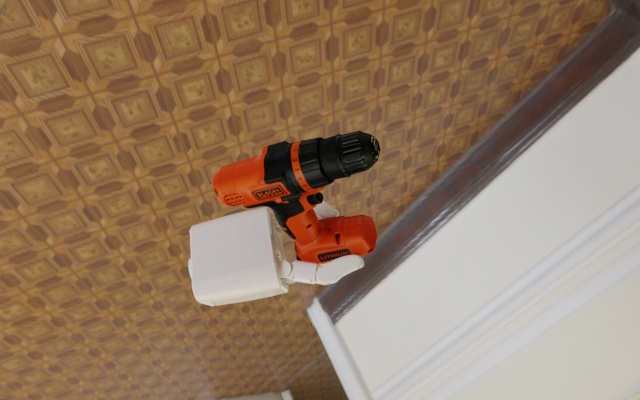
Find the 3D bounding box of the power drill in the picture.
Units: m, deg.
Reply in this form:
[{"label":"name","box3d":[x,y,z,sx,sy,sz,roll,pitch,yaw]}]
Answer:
[{"label":"power drill","box3d":[0.000,0.002,0.543,0.184,0.057,0.188,-11,-38,22]}]
